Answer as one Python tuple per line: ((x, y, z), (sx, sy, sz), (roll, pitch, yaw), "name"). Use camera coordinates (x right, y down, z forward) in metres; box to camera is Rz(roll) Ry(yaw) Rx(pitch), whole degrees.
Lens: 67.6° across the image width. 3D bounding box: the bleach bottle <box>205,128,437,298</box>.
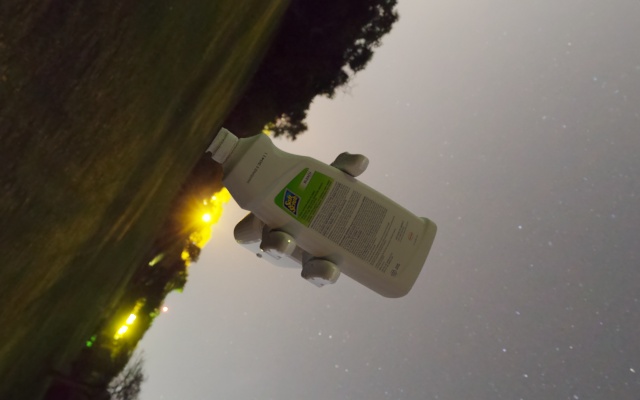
((0.000, 0.002, 0.498), (0.251, 0.102, 0.068), (34, -21, -16), "bleach bottle")
